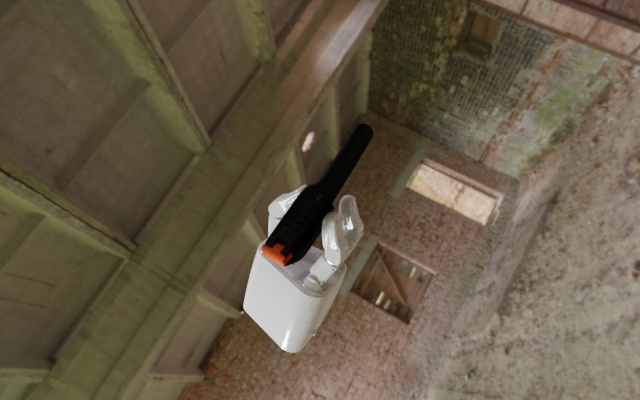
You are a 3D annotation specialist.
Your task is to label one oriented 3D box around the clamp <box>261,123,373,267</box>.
[{"bbox_3d":[-0.001,0.002,0.554,0.036,0.165,0.210,27,29,14],"label":"clamp"}]
